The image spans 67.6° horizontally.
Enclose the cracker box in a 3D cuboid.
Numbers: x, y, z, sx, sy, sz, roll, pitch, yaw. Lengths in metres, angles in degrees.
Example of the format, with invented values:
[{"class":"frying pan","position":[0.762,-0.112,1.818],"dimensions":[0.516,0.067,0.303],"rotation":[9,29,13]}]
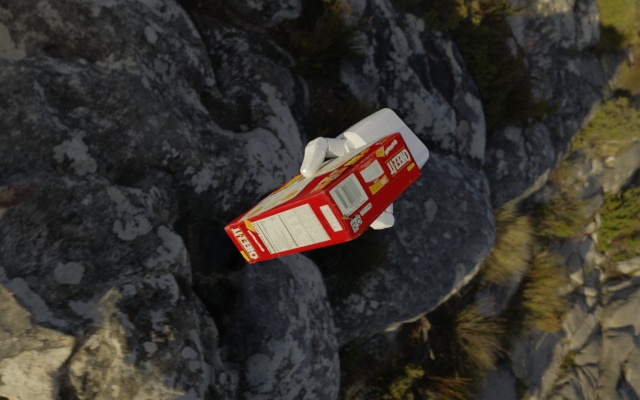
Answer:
[{"class":"cracker box","position":[0.000,0.002,0.624],"dimensions":[0.214,0.072,0.164],"rotation":[-20,15,48]}]
